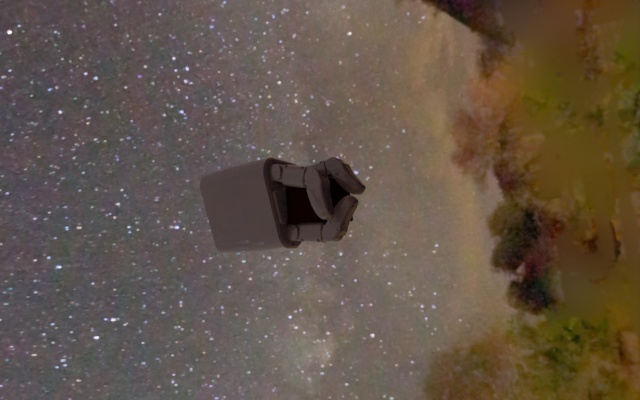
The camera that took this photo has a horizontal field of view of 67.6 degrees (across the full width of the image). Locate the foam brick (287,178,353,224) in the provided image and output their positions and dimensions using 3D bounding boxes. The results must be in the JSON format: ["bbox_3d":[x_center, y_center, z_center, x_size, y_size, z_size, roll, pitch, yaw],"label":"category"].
[{"bbox_3d":[0.000,0.002,0.598,0.051,0.053,0.078,-9,-8,27],"label":"foam brick"}]
